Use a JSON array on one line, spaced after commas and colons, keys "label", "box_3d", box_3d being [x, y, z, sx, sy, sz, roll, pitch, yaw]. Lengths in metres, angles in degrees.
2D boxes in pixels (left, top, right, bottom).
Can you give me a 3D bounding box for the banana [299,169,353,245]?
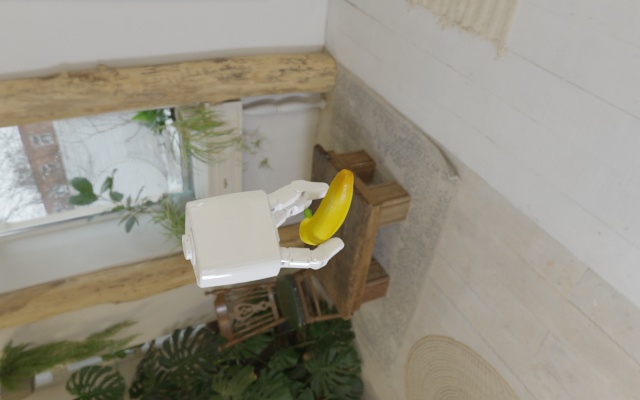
[{"label": "banana", "box_3d": [0.002, 0.021, 0.653, 0.037, 0.069, 0.198, -3, -15, -20]}]
